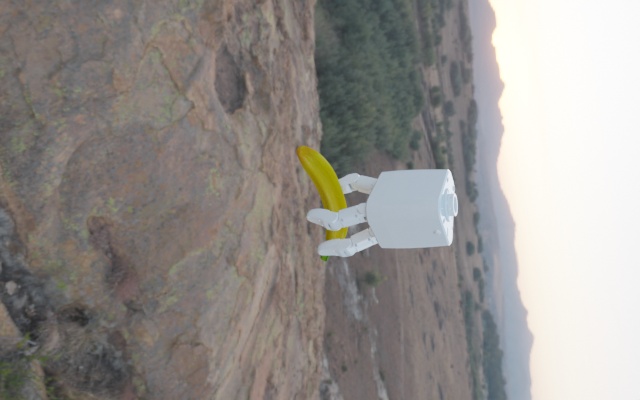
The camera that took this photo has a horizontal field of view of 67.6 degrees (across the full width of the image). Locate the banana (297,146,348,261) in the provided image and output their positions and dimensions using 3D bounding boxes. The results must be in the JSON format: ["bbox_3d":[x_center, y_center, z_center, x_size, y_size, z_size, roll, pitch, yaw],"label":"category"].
[{"bbox_3d":[0.010,-0.003,0.757,0.037,0.198,0.069,2,27,33],"label":"banana"}]
